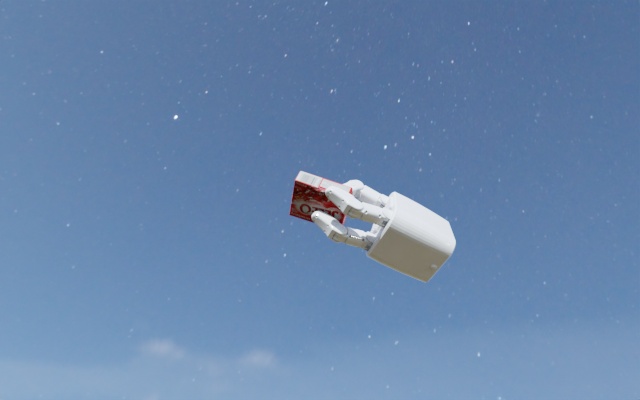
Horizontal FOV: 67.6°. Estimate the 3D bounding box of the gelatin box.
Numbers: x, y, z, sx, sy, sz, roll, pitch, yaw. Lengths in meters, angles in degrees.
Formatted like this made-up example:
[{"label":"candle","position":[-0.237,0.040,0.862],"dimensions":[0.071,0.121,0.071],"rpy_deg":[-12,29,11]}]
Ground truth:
[{"label":"gelatin box","position":[0.000,0.002,0.743],"dimensions":[0.089,0.073,0.030],"rpy_deg":[19,41,8]}]
